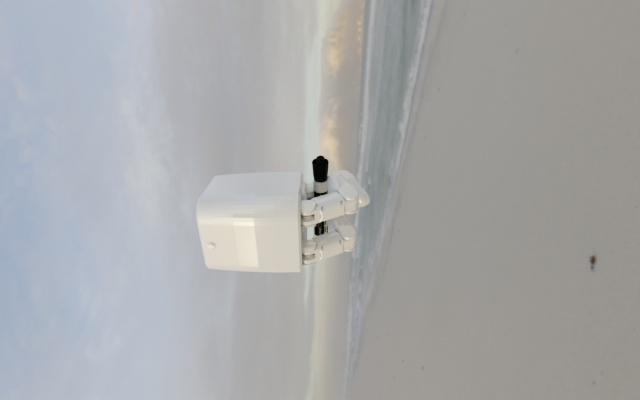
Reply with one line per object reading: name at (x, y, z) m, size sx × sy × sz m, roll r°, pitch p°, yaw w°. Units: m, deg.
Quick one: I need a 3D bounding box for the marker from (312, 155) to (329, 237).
marker at (0.000, 0.002, 0.557) m, size 0.020 × 0.121 × 0.020 m, roll 0°, pitch 36°, yaw 0°
